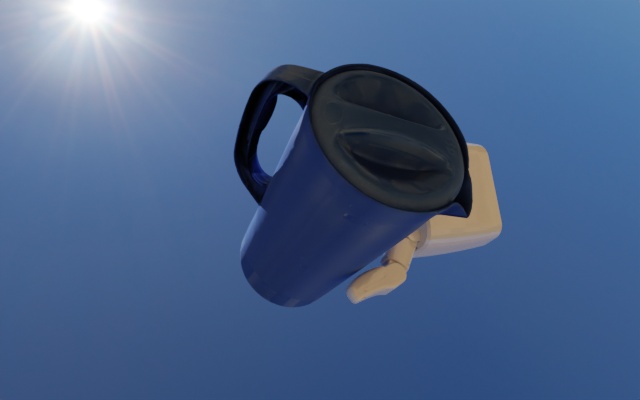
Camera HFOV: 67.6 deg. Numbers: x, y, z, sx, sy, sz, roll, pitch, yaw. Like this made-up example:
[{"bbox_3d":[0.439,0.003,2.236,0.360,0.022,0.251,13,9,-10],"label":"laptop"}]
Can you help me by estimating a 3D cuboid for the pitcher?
[{"bbox_3d":[0.000,0.001,0.430,0.145,0.149,0.243,-5,-28,-29],"label":"pitcher"}]
